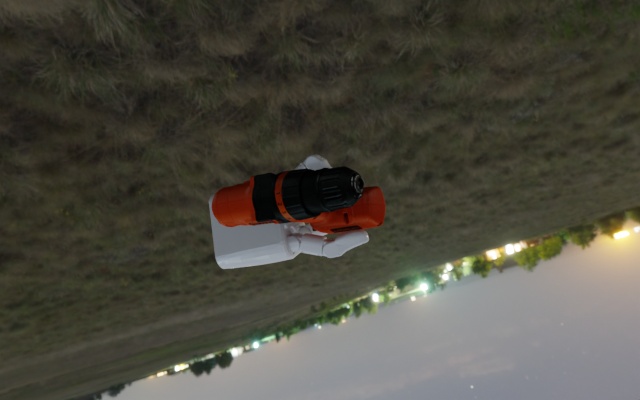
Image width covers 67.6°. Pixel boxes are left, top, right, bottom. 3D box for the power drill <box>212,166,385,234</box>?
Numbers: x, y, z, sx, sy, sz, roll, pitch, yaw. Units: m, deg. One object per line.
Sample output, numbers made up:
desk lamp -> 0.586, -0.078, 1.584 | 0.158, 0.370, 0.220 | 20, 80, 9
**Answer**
power drill -> 0.000, 0.002, 0.548 | 0.184, 0.057, 0.188 | -7, -10, 34
